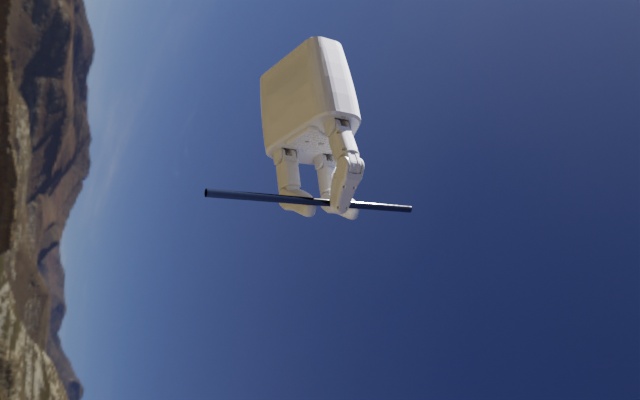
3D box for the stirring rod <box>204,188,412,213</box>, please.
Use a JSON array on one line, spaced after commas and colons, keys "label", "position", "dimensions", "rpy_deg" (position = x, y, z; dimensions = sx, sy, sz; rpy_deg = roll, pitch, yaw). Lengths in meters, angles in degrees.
[{"label": "stirring rod", "position": [0.000, 0.002, 0.490], "dimensions": [0.239, 0.011, 0.011], "rpy_deg": [5, -3, -31]}]
